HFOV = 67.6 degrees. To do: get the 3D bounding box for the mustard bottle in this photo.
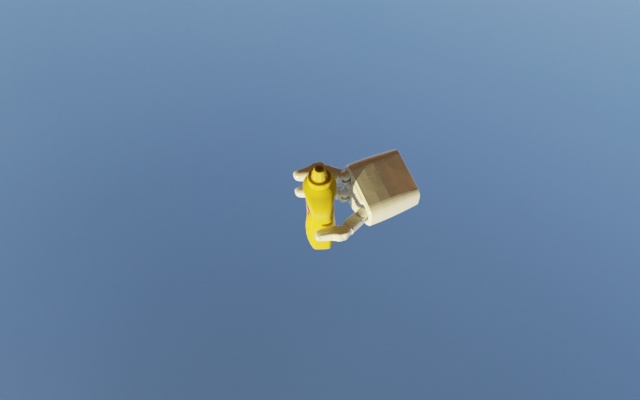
[{"bbox_3d":[0.000,0.003,0.852,0.058,0.096,0.192,-1,-34,0],"label":"mustard bottle"}]
